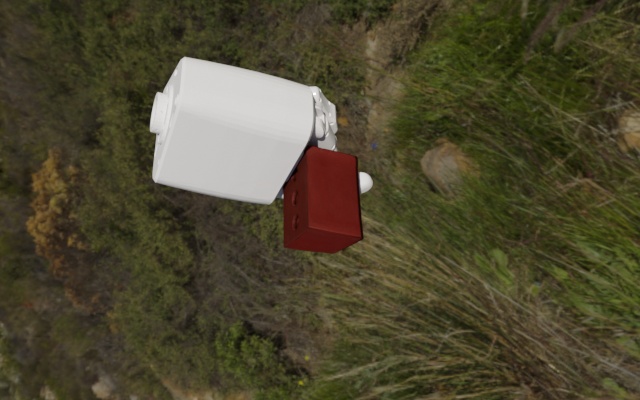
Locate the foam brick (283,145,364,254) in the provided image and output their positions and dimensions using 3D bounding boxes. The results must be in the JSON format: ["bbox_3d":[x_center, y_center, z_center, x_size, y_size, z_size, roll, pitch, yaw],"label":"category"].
[{"bbox_3d":[0.000,0.002,0.413,0.051,0.078,0.053,10,-26,-26],"label":"foam brick"}]
